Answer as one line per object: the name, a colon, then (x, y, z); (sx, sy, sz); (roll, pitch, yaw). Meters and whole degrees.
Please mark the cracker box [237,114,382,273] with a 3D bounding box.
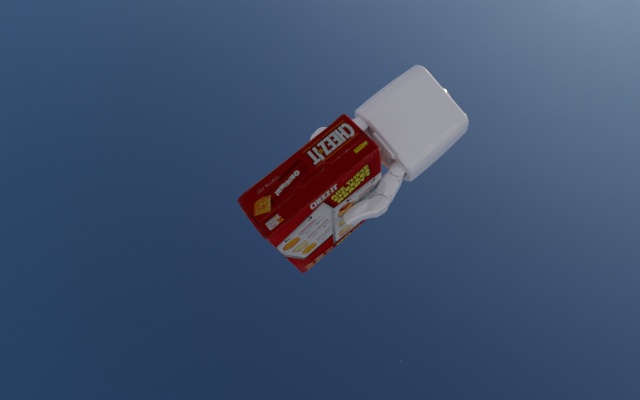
cracker box: (0.000, 0.002, 0.631); (0.164, 0.072, 0.214); (-40, -20, -5)
